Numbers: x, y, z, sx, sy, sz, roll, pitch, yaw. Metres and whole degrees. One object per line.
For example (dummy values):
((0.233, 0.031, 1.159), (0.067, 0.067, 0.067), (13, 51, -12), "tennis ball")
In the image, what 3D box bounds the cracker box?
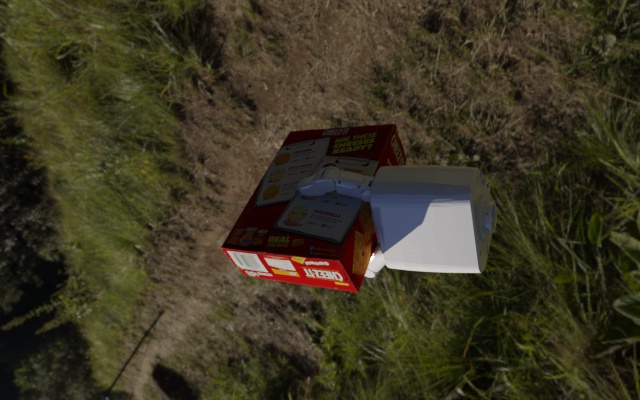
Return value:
((0.000, 0.002, 0.601), (0.164, 0.213, 0.072), (1, -42, 31), "cracker box")
